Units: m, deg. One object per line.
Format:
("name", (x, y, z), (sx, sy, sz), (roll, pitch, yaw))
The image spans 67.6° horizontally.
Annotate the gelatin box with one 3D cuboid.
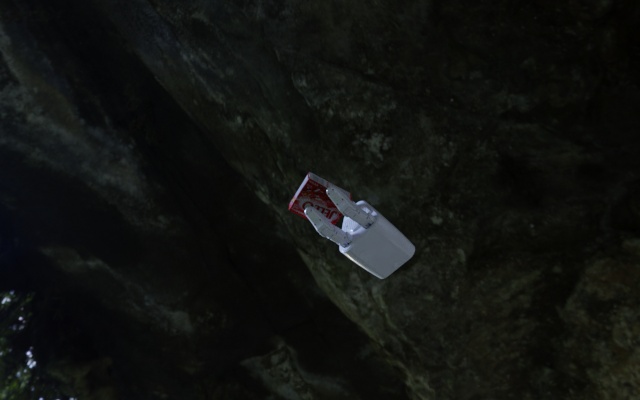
("gelatin box", (0.000, 0.002, 0.840), (0.089, 0.073, 0.030), (27, 26, -14))
